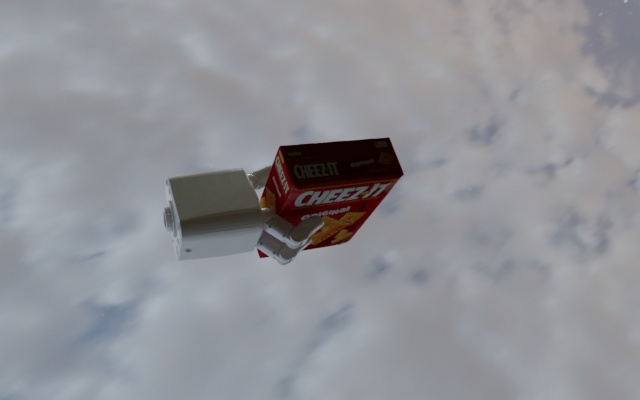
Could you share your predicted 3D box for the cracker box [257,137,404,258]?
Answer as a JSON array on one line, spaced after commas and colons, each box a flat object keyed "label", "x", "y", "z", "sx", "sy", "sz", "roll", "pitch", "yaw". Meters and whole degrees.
[{"label": "cracker box", "x": 0.000, "y": 0.002, "z": 0.698, "sx": 0.164, "sy": 0.072, "sz": 0.214, "roll": -8, "pitch": -26, "yaw": -24}]
